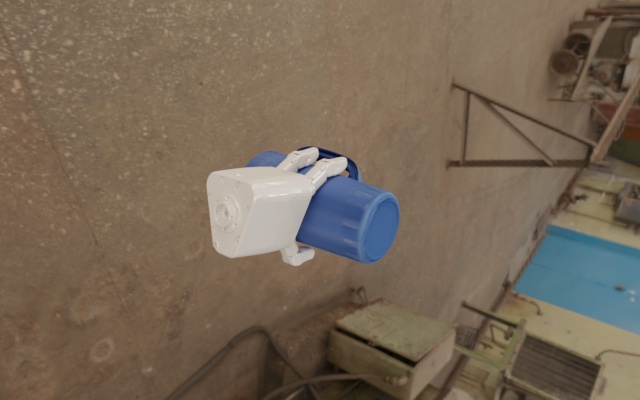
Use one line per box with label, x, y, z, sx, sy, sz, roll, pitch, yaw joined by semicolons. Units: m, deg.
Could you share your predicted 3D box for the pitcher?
pitcher;0.000;0.003;0.742;0.243;0.149;0.145;18;15;35
